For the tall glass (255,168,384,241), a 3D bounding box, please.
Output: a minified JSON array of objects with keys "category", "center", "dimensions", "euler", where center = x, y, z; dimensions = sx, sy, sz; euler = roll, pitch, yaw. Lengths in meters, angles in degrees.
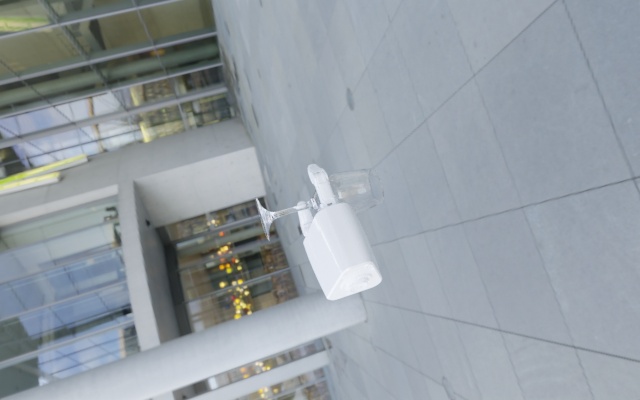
[{"category":"tall glass","center":[-0.001,0.003,0.782],"dimensions":[0.201,0.079,0.079],"euler":[-17,3,-10]}]
